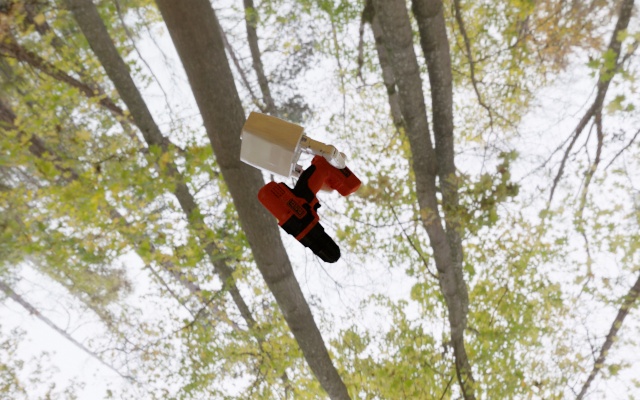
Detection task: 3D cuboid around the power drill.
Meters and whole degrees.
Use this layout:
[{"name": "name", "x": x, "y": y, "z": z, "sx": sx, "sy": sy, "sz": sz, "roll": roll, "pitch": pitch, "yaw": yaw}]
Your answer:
[{"name": "power drill", "x": 0.000, "y": 0.002, "z": 0.878, "sx": 0.057, "sy": 0.184, "sz": 0.187, "roll": -40, "pitch": 6, "yaw": 47}]
